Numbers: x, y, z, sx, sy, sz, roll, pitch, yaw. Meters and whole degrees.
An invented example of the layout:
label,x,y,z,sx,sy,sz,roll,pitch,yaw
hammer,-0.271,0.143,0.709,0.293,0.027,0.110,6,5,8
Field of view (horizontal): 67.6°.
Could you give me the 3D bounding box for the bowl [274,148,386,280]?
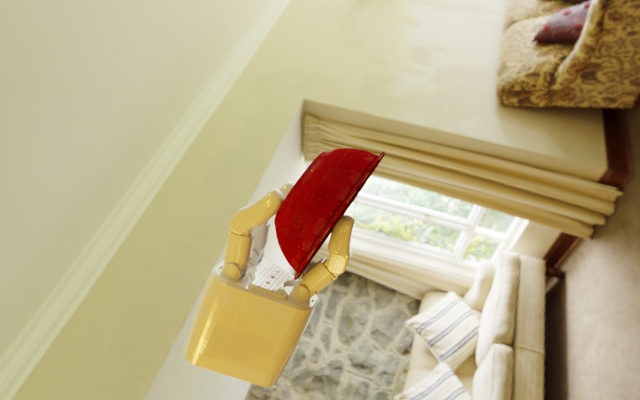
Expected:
label,x,y,z,sx,sy,sz,roll,pitch,yaw
bowl,0.000,0.000,0.498,0.055,0.162,0.162,36,3,4
